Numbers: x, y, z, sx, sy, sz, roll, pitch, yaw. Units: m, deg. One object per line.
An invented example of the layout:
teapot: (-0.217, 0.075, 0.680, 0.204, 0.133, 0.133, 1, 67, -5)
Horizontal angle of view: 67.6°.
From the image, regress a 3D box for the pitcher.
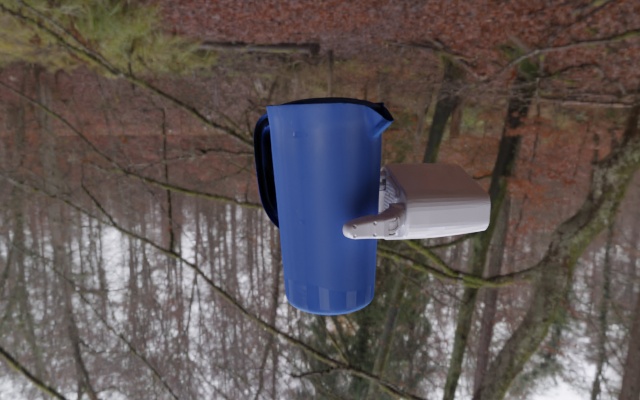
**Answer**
pitcher: (0.000, 0.002, 0.567, 0.145, 0.243, 0.149, -3, 11, -11)
